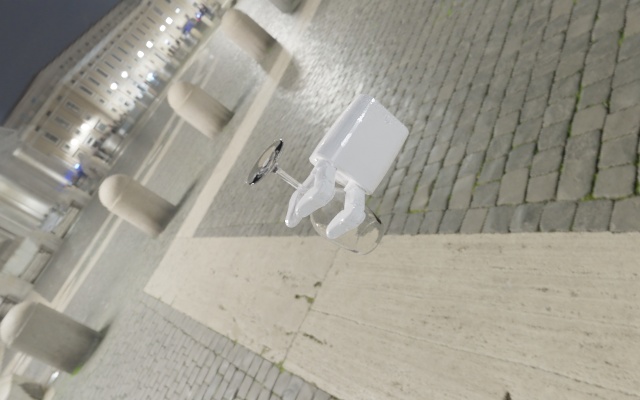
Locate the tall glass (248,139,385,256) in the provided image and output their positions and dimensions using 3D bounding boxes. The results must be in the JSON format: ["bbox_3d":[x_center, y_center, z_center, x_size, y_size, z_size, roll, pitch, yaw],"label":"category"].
[{"bbox_3d":[-0.001,0.002,0.672,0.201,0.079,0.079,36,-17,-24],"label":"tall glass"}]
